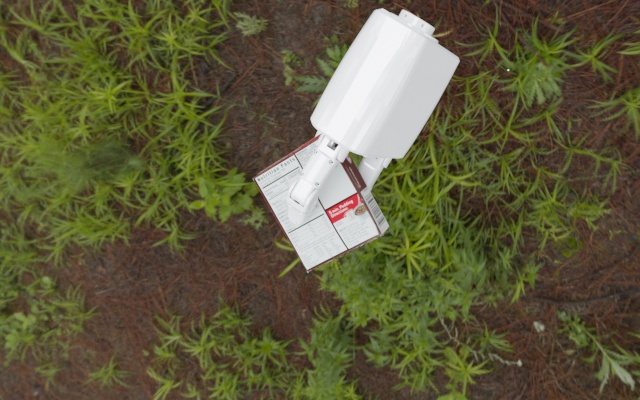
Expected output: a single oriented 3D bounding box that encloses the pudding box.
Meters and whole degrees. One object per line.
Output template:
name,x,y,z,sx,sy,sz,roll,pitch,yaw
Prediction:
pudding box,0.000,0.002,0.470,0.090,0.113,0.039,-29,0,21
